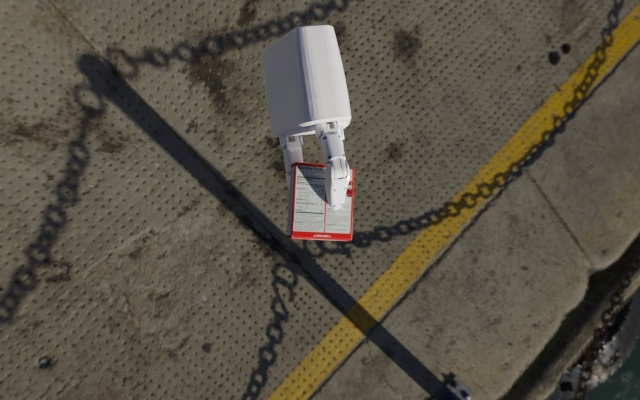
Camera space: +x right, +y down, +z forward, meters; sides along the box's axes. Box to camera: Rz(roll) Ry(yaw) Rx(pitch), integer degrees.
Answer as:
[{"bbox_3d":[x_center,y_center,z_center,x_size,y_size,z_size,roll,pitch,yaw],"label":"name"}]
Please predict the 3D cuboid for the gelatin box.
[{"bbox_3d":[0.000,0.002,0.562,0.073,0.089,0.030,4,-5,-16],"label":"gelatin box"}]
